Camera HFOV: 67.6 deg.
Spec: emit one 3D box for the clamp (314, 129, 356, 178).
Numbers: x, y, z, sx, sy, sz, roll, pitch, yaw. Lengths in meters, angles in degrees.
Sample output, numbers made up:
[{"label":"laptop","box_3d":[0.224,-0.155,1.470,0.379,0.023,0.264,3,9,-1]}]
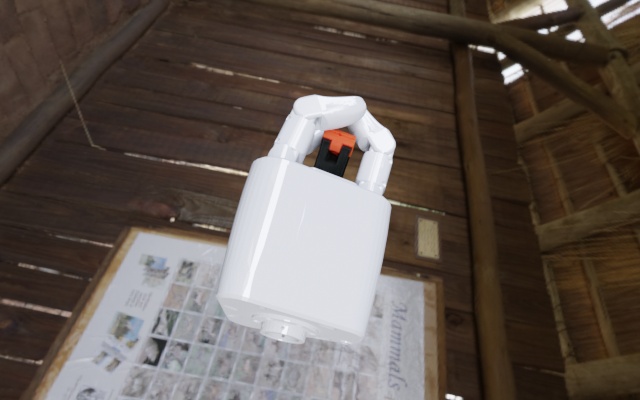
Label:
[{"label":"clamp","box_3d":[0.001,0.001,0.456,0.039,0.120,0.171,13,-26,3]}]
